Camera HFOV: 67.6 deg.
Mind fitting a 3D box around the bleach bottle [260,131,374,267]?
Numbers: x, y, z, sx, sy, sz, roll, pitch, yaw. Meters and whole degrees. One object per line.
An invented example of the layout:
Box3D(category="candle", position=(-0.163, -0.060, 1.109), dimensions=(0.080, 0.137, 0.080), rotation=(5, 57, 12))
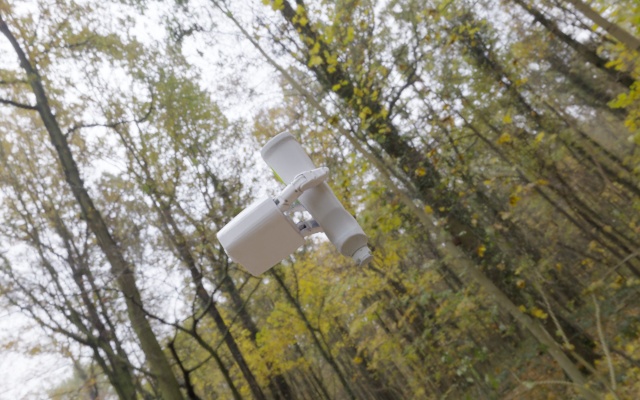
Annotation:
Box3D(category="bleach bottle", position=(0.000, 0.003, 0.791), dimensions=(0.068, 0.250, 0.103), rotation=(-38, -24, 1))
